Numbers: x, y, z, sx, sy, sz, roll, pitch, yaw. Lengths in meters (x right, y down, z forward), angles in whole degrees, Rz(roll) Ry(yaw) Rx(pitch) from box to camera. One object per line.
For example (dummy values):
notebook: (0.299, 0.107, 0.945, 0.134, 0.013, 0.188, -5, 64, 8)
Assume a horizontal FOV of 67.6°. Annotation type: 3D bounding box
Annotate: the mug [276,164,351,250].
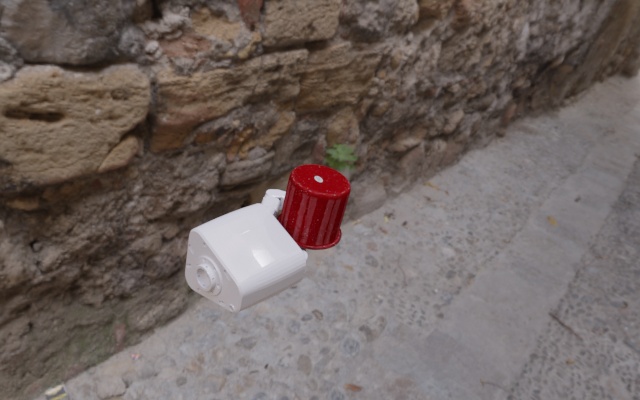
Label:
mug: (0.001, 0.002, 0.642, 0.093, 0.081, 0.117, 34, 36, 29)
